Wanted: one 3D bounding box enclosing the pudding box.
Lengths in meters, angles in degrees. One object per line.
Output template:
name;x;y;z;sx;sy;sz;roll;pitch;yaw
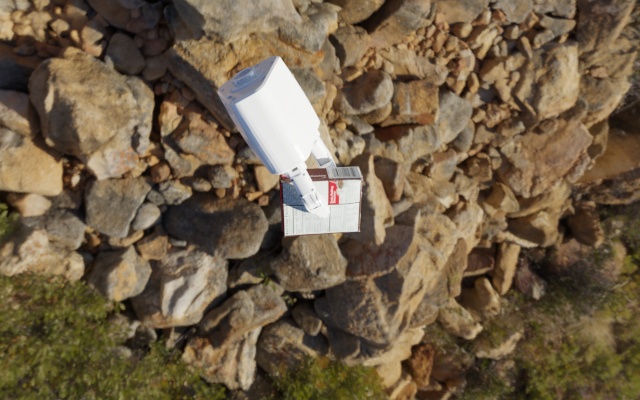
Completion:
pudding box;0.000;0.002;0.665;0.113;0.090;0.039;-2;31;-5
